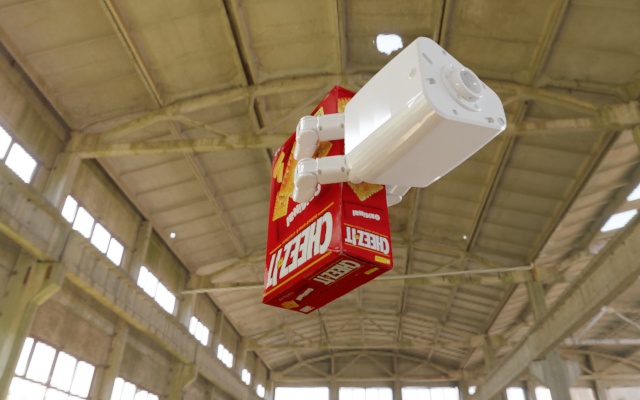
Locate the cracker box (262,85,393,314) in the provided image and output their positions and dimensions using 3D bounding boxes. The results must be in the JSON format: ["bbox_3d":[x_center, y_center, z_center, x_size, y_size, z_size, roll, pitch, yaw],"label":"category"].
[{"bbox_3d":[0.000,0.002,0.553,0.072,0.213,0.164,19,-37,-26],"label":"cracker box"}]
